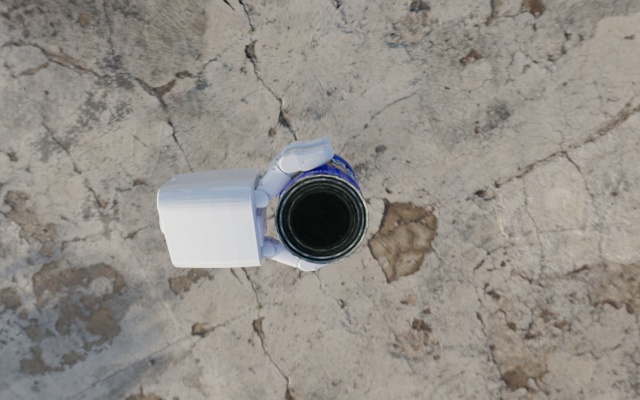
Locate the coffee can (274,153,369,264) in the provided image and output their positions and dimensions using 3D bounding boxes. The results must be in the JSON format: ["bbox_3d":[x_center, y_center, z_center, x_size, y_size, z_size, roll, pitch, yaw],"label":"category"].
[{"bbox_3d":[0.000,0.002,0.576,0.103,0.103,0.140,0,16,-1],"label":"coffee can"}]
